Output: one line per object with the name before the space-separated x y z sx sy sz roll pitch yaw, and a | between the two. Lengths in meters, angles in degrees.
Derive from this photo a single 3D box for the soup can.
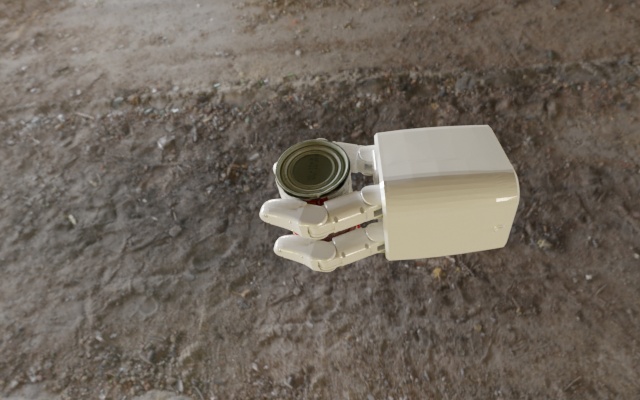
soup can | 0.000 0.001 0.447 0.068 0.068 0.102 0 -37 10
